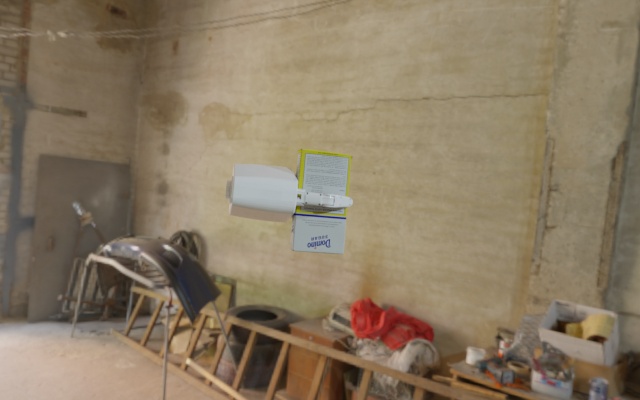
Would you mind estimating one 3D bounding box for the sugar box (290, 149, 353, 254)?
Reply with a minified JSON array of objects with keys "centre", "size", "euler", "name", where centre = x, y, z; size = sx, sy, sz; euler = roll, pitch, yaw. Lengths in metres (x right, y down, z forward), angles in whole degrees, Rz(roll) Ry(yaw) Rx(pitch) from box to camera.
[{"centre":[0.000,0.003,0.839],"size":[0.093,0.176,0.048],"euler":[6,2,-12],"name":"sugar box"}]
